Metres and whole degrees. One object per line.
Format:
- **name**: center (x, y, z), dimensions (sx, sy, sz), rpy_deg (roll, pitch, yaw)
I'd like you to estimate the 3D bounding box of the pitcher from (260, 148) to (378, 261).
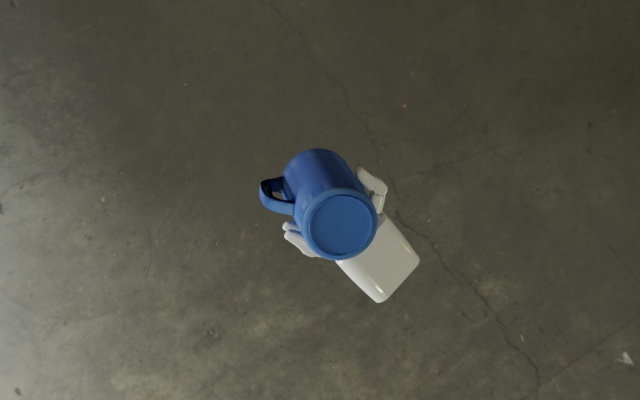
- **pitcher**: center (0.000, 0.003, 0.761), dimensions (0.149, 0.145, 0.242), rpy_deg (-41, 17, 4)
